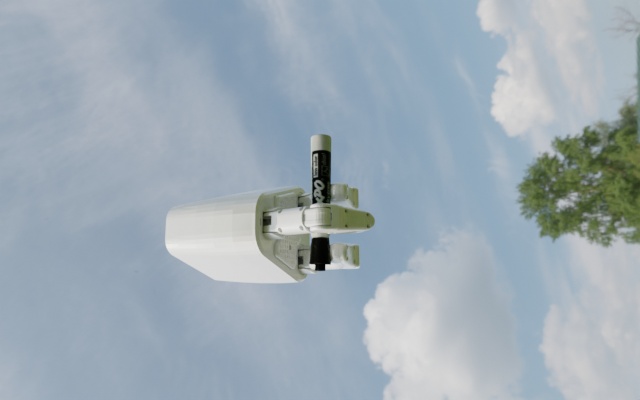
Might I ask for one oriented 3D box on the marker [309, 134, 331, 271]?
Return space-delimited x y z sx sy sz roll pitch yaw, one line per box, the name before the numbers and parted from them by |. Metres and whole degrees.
marker | 0.000 0.001 0.422 0.020 0.121 0.020 0 -12 0
